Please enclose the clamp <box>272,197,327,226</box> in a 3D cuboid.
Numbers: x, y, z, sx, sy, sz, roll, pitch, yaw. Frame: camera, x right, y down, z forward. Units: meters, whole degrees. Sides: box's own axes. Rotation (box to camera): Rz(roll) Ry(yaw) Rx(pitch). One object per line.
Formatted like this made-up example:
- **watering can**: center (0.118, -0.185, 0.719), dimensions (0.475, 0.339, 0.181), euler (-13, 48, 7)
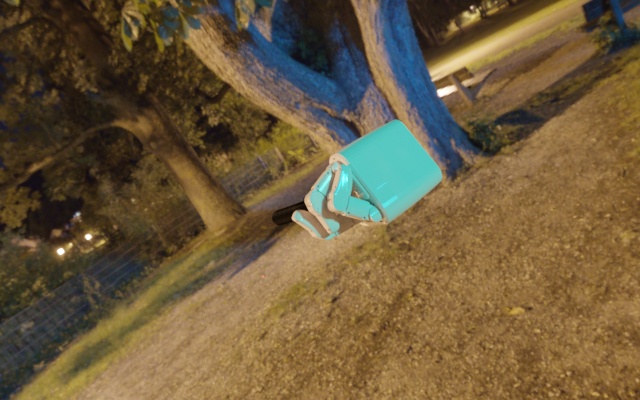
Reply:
- **clamp**: center (0.000, 0.002, 0.714), dimensions (0.120, 0.039, 0.171), euler (-32, 9, -20)
